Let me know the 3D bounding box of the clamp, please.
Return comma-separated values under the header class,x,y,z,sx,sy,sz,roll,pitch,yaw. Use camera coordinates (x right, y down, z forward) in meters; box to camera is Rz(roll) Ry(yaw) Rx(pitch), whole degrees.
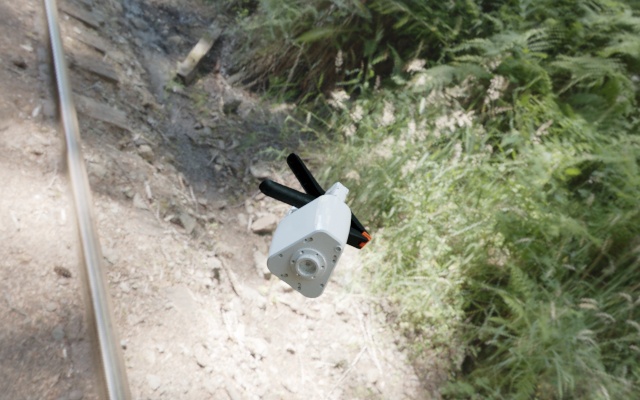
class,x,y,z,sx,sy,sz,roll,pitch,yaw
clamp,0.001,0.003,0.819,0.210,0.036,0.164,37,27,-10
